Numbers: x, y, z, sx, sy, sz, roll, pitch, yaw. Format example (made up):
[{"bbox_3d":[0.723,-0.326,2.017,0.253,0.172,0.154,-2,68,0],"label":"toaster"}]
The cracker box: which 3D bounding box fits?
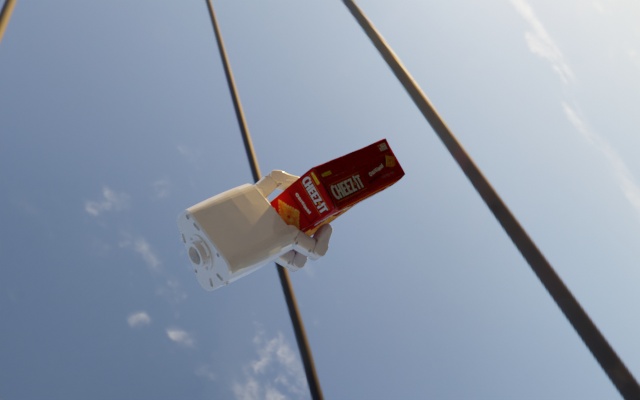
[{"bbox_3d":[0.000,0.002,0.724,0.164,0.072,0.214,-26,-6,-43],"label":"cracker box"}]
